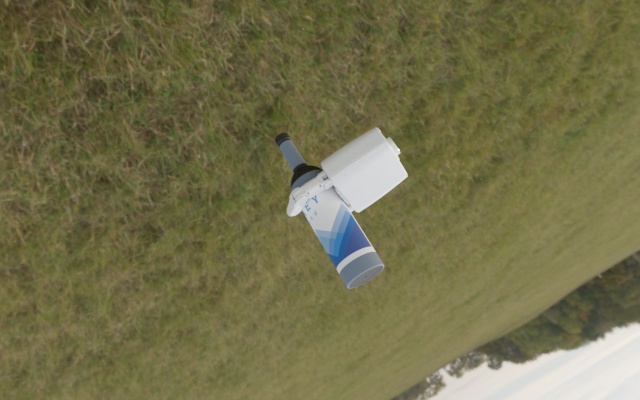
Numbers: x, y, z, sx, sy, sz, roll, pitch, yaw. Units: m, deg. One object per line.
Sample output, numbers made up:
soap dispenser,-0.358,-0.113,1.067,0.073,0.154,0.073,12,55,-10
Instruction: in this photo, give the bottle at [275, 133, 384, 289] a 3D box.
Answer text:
bottle,0.000,0.003,0.792,0.069,0.295,0.069,-26,-25,-13
